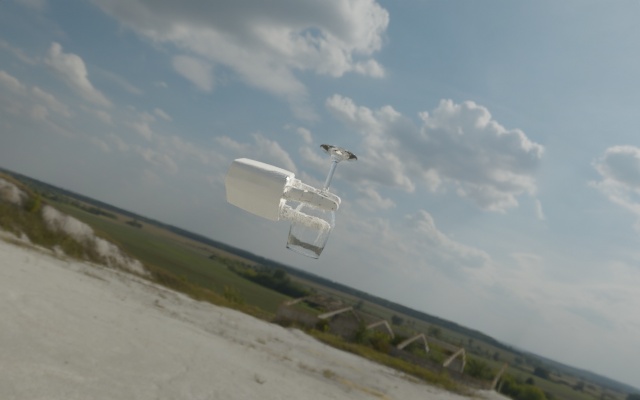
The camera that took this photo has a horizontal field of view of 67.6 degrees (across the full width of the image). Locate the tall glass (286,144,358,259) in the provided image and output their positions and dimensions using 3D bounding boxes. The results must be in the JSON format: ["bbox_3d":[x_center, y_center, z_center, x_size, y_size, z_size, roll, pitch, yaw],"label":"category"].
[{"bbox_3d":[0.001,0.002,0.873,0.079,0.201,0.079,19,-9,3],"label":"tall glass"}]
